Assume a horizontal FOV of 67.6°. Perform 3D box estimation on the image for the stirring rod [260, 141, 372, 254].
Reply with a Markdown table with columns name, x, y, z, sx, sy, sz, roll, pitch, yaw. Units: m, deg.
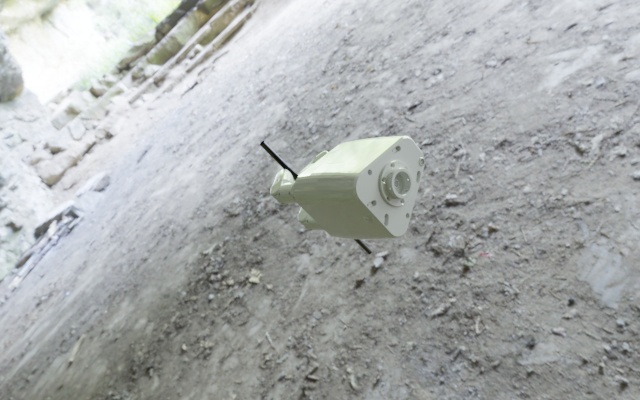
| name | x | y | z | sx | sy | sz | roll | pitch | yaw |
| --- | --- | --- | --- | --- | --- | --- | --- | --- | --- |
| stirring rod | 0.000 | 0.002 | 0.668 | 0.240 | 0.011 | 0.011 | 45 | -25 | -27 |
